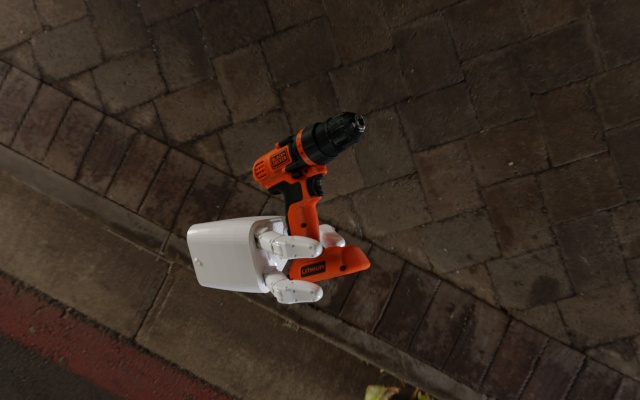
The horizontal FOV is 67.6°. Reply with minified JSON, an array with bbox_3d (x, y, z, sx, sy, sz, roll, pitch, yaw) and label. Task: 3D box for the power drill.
[{"bbox_3d":[0.000,0.002,0.592,0.057,0.187,0.184,-3,-15,-45],"label":"power drill"}]
